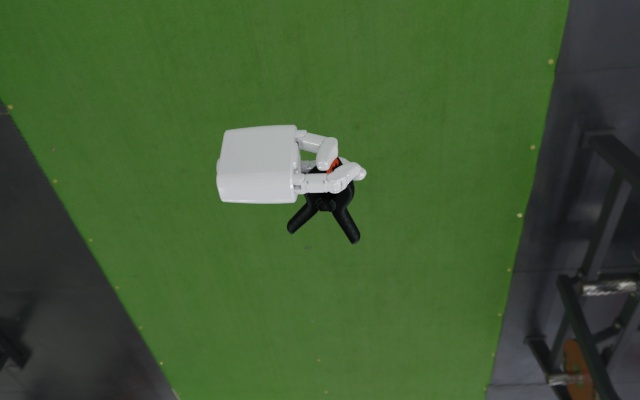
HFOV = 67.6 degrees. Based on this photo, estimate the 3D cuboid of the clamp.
[{"bbox_3d":[0.000,0.003,0.737,0.120,0.172,0.039,-1,40,5],"label":"clamp"}]
